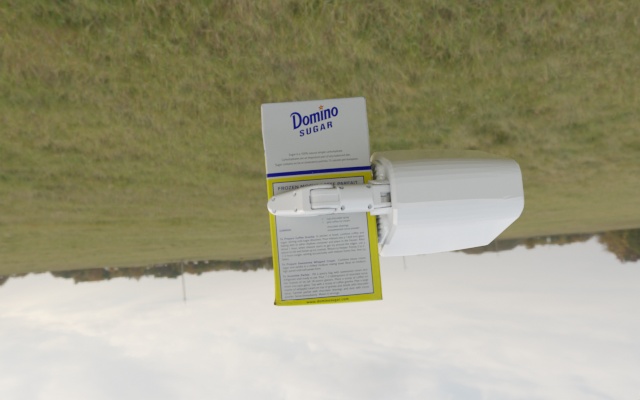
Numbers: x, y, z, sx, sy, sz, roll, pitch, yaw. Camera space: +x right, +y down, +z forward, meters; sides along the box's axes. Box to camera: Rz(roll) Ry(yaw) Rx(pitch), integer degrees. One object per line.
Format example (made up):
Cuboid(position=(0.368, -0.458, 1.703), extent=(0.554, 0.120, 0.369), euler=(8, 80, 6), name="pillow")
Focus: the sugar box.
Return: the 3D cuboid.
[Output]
Cuboid(position=(0.000, 0.002, 0.423), extent=(0.093, 0.176, 0.048), euler=(-4, -6, -2), name="sugar box")
